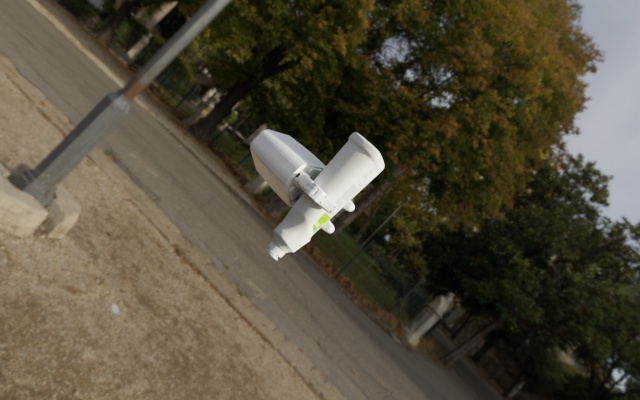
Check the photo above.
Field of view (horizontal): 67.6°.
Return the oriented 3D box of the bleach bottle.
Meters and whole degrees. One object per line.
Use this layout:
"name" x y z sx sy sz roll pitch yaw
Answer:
"bleach bottle" 0.000 0.003 0.825 0.068 0.251 0.102 44 -1 20
